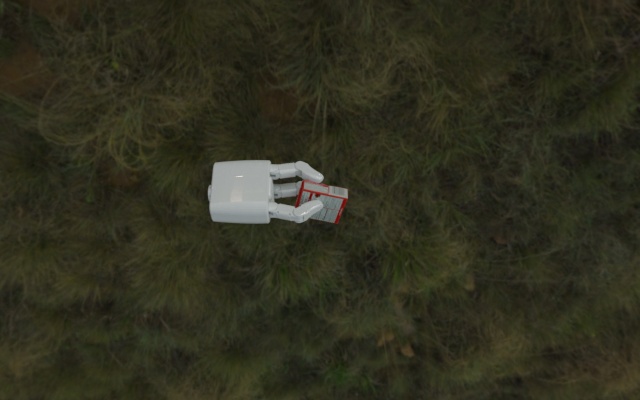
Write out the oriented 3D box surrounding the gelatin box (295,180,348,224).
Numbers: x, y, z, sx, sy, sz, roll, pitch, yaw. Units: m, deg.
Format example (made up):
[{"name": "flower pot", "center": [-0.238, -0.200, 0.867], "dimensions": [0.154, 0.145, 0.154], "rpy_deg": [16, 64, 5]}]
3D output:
[{"name": "gelatin box", "center": [0.000, 0.003, 0.899], "dimensions": [0.089, 0.030, 0.073], "rpy_deg": [11, -45, -7]}]
